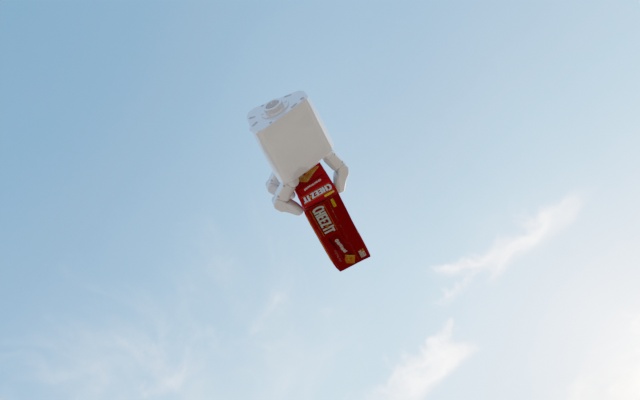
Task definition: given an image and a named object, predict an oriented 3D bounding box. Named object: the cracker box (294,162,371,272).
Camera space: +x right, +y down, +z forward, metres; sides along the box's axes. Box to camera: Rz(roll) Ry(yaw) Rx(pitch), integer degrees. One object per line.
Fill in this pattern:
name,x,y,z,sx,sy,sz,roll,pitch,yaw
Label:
cracker box,0.000,0.003,0.879,0.072,0.164,0.213,-29,36,1
